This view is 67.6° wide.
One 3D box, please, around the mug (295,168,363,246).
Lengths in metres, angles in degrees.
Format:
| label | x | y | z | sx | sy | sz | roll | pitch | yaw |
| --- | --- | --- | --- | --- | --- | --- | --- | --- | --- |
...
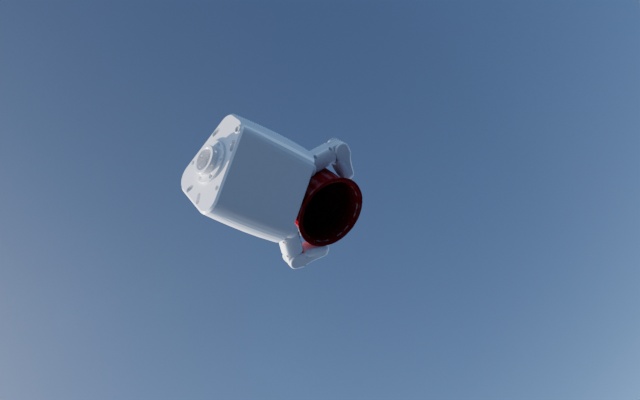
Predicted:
| label | x | y | z | sx | sy | sz | roll | pitch | yaw |
| --- | --- | --- | --- | --- | --- | --- | --- | --- | --- |
| mug | 0.001 | 0.002 | 0.614 | 0.117 | 0.093 | 0.081 | 26 | 8 | -43 |
